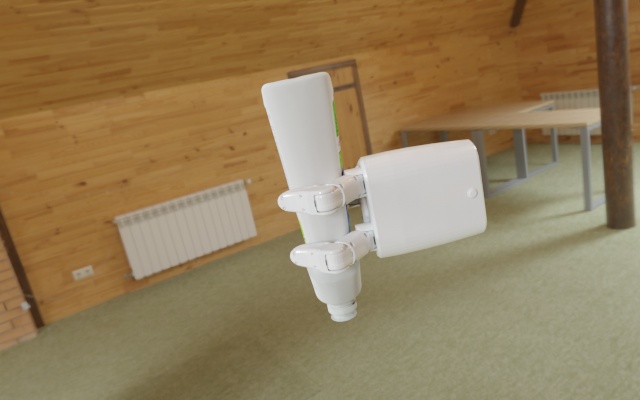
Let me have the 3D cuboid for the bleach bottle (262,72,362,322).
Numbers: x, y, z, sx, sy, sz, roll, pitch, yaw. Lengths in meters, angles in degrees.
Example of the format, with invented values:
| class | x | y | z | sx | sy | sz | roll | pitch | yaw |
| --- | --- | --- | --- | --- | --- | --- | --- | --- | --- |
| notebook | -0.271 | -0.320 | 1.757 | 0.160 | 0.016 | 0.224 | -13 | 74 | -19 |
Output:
| class | x | y | z | sx | sy | sz | roll | pitch | yaw |
| --- | --- | --- | --- | --- | --- | --- | --- | --- | --- |
| bleach bottle | 0.000 | 0.002 | 0.488 | 0.068 | 0.251 | 0.102 | -12 | 15 | 1 |
